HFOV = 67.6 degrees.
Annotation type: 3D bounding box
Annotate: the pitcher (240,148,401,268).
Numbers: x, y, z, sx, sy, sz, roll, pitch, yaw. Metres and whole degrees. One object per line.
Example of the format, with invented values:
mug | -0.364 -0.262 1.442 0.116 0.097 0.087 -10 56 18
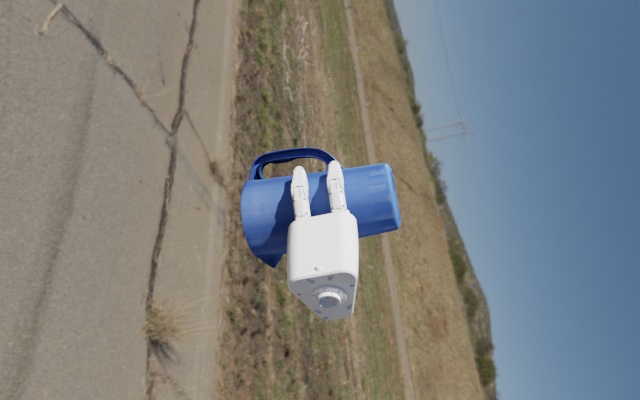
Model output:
pitcher | 0.000 0.003 0.774 0.243 0.149 0.145 -10 41 10
